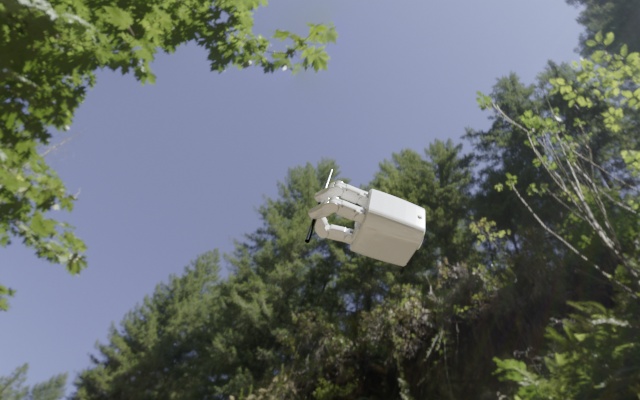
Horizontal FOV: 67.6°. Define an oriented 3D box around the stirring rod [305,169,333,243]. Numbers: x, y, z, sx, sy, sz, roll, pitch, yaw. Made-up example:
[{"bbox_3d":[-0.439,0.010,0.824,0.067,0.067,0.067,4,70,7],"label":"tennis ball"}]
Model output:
[{"bbox_3d":[0.000,0.003,0.879,0.011,0.011,0.239,0,32,12],"label":"stirring rod"}]
